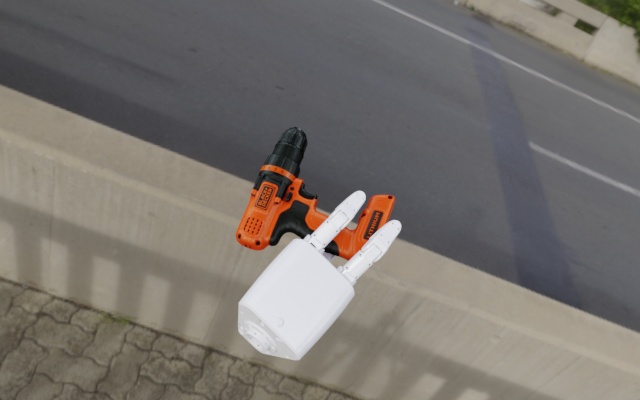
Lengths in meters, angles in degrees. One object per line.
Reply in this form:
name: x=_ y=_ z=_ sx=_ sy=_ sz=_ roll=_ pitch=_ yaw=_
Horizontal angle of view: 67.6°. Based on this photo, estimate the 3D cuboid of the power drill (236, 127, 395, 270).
power drill: x=0.000 y=0.002 z=0.643 sx=0.187 sy=0.184 sz=0.057 roll=18 pitch=-17 yaw=10
